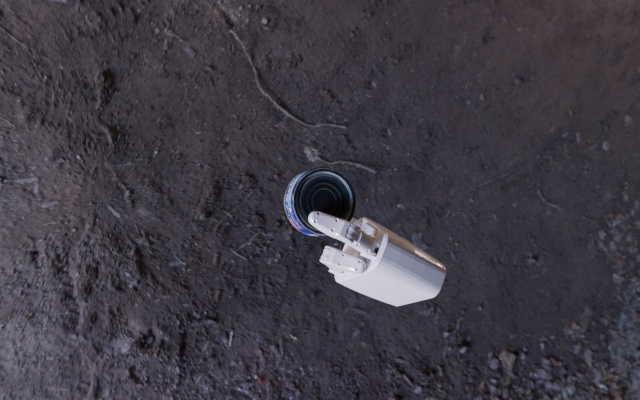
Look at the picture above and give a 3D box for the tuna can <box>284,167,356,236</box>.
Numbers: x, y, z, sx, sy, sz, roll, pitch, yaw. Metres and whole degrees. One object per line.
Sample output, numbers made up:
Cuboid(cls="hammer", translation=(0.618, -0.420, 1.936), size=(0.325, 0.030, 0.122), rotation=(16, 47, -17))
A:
Cuboid(cls="tuna can", translation=(0.000, 0.002, 0.593), size=(0.086, 0.086, 0.034), rotation=(0, -2, -20))
